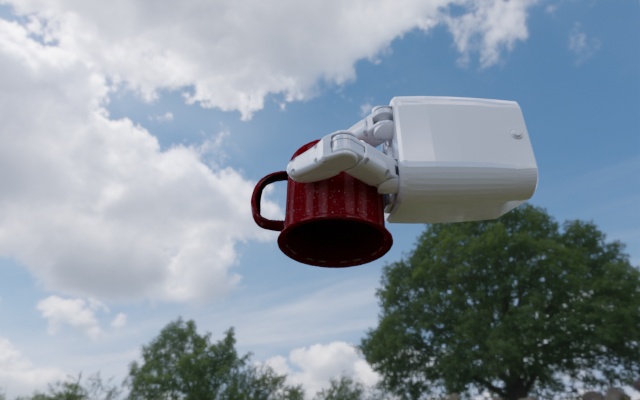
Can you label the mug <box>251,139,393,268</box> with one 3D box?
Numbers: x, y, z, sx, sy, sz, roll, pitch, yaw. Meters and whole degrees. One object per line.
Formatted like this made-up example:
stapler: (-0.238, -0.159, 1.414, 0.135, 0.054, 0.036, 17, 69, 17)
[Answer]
mug: (-0.001, 0.001, 0.404, 0.117, 0.081, 0.093, 1, -31, -1)
